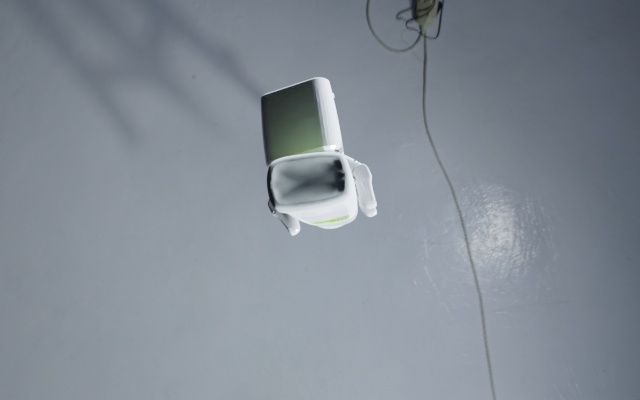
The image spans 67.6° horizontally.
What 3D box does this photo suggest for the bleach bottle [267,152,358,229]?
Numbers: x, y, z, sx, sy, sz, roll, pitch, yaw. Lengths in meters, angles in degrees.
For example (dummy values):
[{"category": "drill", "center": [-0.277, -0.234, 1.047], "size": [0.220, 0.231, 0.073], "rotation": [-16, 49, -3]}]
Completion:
[{"category": "bleach bottle", "center": [0.000, 0.002, 0.669], "size": [0.102, 0.068, 0.251], "rotation": [-8, -13, 4]}]
